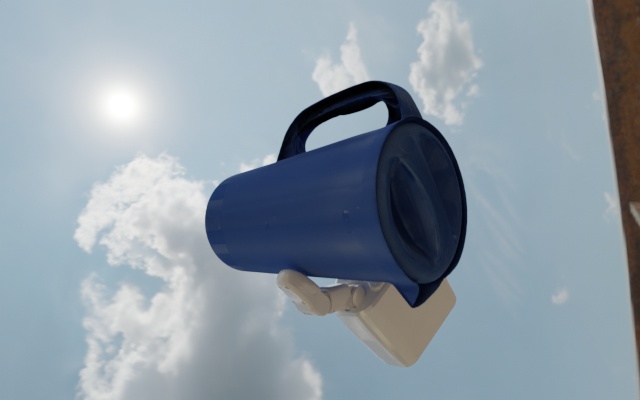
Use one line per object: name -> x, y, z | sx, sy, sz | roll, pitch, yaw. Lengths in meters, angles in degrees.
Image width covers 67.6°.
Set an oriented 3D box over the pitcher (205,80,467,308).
pitcher -> 0.000, 0.002, 0.450 | 0.243, 0.149, 0.145 | -8, -48, 43
